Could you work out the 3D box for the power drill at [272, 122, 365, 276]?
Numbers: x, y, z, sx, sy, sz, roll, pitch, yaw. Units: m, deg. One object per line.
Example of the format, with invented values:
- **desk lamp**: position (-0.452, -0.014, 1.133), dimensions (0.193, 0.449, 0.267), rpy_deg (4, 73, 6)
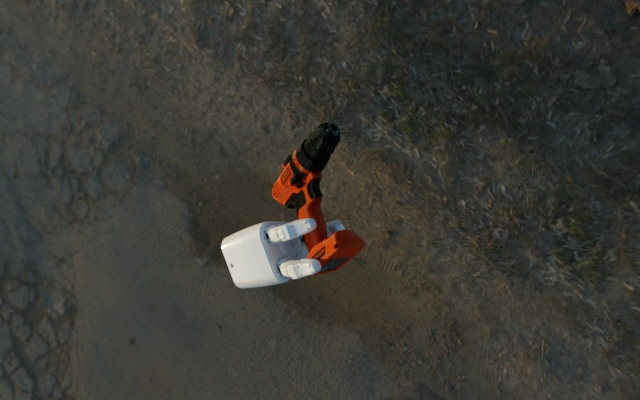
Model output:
- **power drill**: position (0.000, 0.003, 0.712), dimensions (0.057, 0.187, 0.184), rpy_deg (-3, -30, -32)
